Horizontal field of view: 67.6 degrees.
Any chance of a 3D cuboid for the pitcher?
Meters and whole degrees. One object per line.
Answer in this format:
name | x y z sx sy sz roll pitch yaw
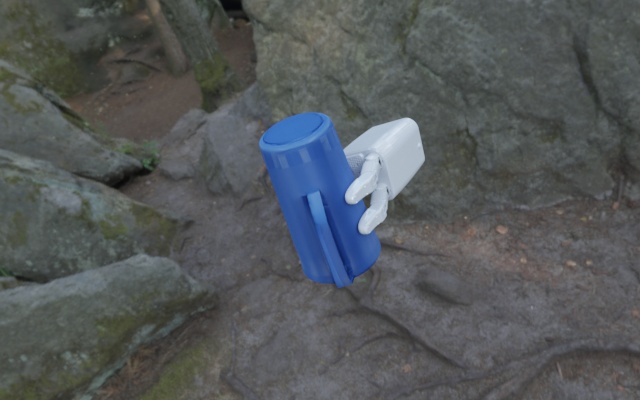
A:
pitcher | 0.000 0.002 0.712 0.149 0.243 0.145 13 44 43
